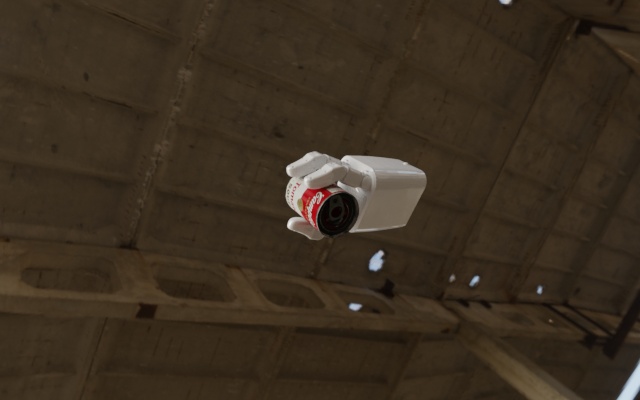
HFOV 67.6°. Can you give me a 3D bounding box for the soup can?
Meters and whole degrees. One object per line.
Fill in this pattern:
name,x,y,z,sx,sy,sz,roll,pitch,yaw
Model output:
soup can,0.000,0.002,0.688,0.068,0.068,0.102,0,21,-31
